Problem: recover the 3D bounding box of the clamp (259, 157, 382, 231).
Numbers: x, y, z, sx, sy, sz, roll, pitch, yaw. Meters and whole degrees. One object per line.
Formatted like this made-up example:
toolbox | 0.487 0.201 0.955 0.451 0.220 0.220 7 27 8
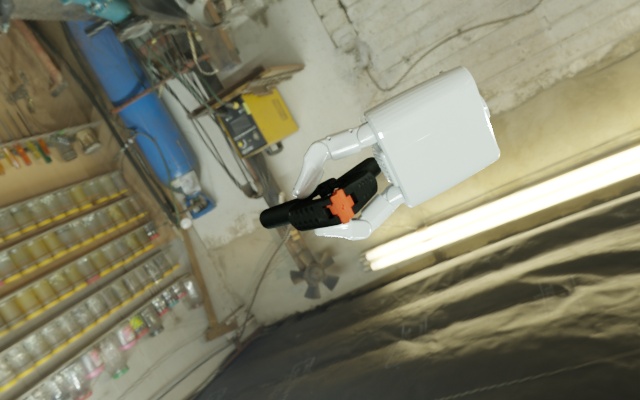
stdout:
clamp | 0.001 0.002 0.506 0.164 0.036 0.210 -27 7 4
